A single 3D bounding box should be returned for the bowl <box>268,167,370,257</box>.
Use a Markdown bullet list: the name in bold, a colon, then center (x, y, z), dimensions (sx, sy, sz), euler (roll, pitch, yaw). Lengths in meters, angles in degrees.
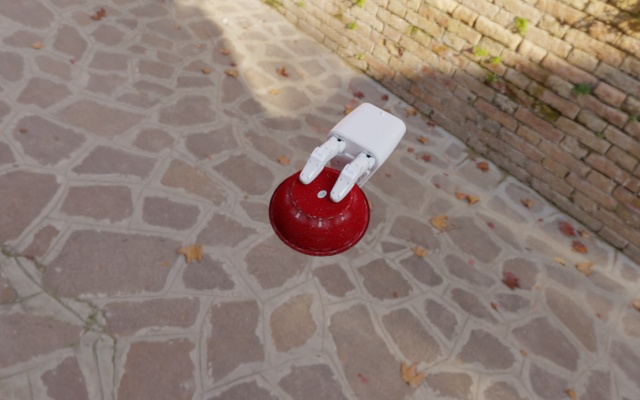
- **bowl**: center (0.000, 0.003, 0.733), dimensions (0.162, 0.162, 0.055), euler (0, -32, -4)
